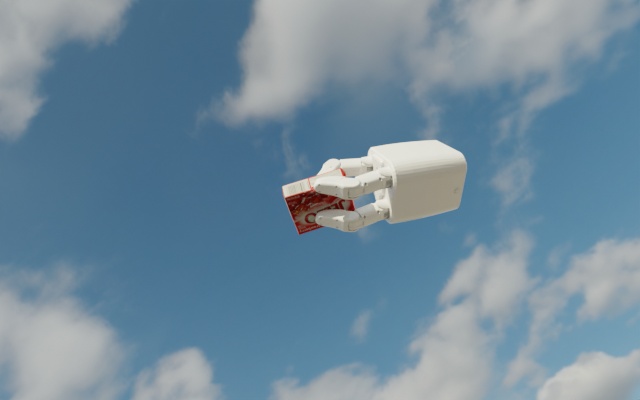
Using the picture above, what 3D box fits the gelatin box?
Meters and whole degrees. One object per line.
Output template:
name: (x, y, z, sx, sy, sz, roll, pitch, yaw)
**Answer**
gelatin box: (0.000, 0.002, 0.663, 0.089, 0.073, 0.030, -17, 40, 2)
